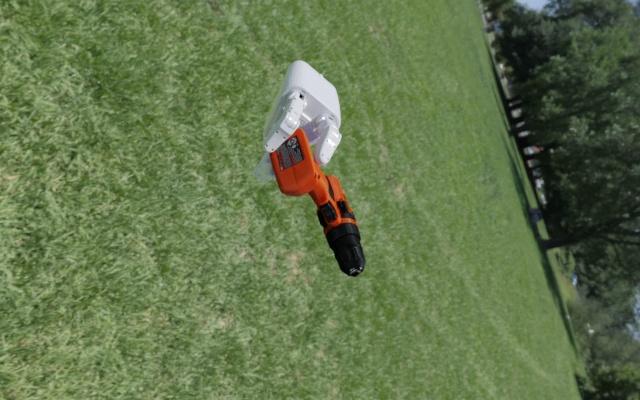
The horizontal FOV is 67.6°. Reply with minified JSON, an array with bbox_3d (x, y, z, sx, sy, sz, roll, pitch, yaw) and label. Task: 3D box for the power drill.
[{"bbox_3d":[0.000,0.002,0.683,0.057,0.184,0.188,-27,-40,8],"label":"power drill"}]
